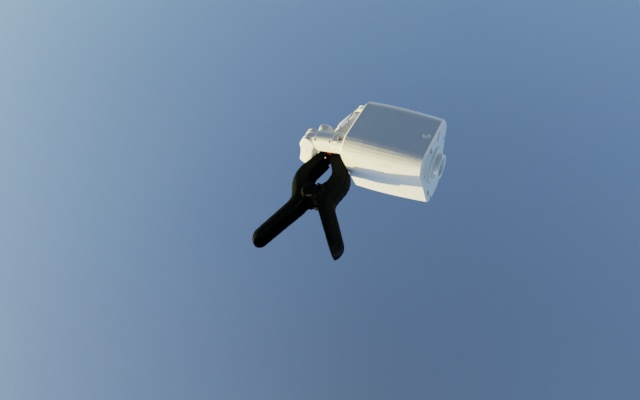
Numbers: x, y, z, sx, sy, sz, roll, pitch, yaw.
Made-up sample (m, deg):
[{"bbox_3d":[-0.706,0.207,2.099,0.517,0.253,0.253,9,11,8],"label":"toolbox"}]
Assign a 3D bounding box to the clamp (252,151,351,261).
[{"bbox_3d":[0.000,0.002,0.610,0.120,0.171,0.039,18,-27,23],"label":"clamp"}]
